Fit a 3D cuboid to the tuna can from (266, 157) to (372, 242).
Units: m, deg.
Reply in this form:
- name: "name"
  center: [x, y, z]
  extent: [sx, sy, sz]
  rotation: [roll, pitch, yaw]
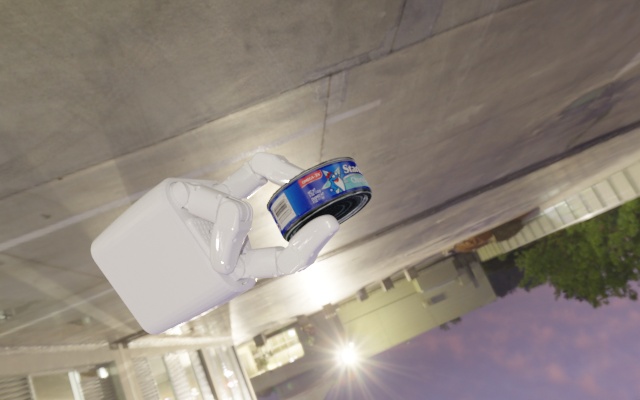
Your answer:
- name: "tuna can"
  center: [0.000, 0.002, 0.403]
  extent: [0.086, 0.033, 0.086]
  rotation: [-26, -16, -8]
